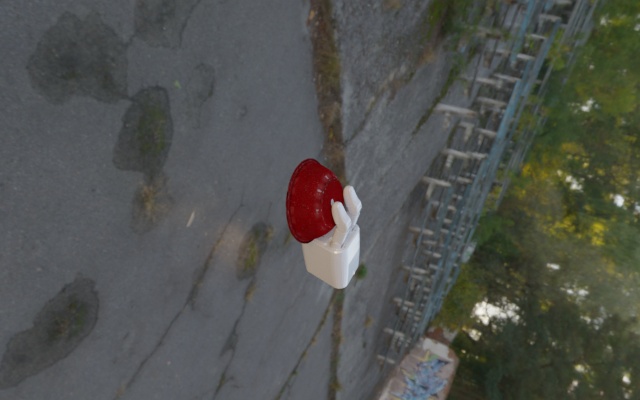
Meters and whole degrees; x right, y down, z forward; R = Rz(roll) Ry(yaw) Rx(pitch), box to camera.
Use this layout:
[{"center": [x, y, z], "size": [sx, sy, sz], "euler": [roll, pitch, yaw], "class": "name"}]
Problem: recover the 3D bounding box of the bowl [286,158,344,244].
[{"center": [0.000, 0.002, 0.887], "size": [0.055, 0.162, 0.162], "euler": [5, 2, 28], "class": "bowl"}]
